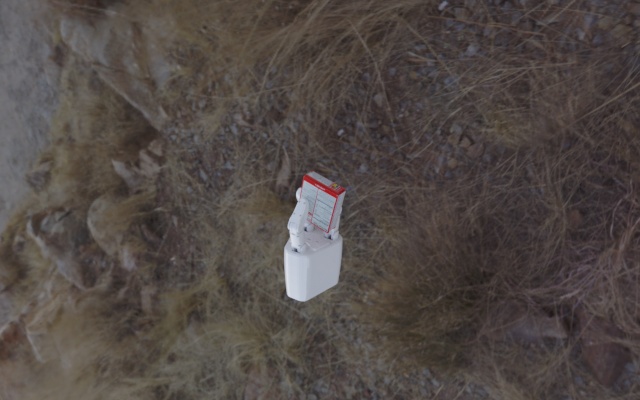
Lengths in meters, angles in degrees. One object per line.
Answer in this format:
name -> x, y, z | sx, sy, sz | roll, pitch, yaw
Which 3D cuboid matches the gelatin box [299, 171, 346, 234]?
gelatin box -> 0.000, 0.003, 0.838 | 0.073, 0.089, 0.030 | 31, 41, 22
